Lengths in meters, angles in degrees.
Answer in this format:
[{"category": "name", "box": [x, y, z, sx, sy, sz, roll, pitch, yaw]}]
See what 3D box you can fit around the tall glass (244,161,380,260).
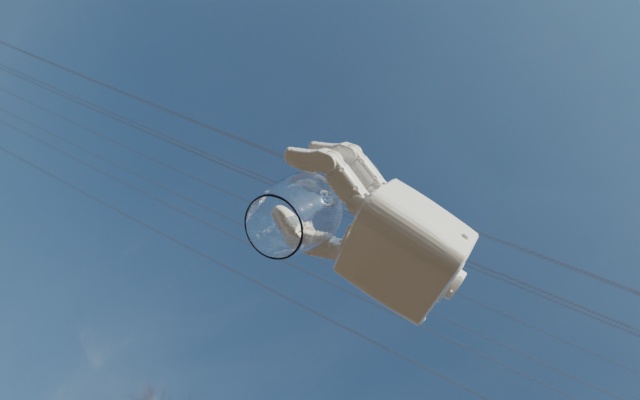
[{"category": "tall glass", "box": [0.000, 0.001, 0.515, 0.079, 0.079, 0.201, 0, 13, 27]}]
